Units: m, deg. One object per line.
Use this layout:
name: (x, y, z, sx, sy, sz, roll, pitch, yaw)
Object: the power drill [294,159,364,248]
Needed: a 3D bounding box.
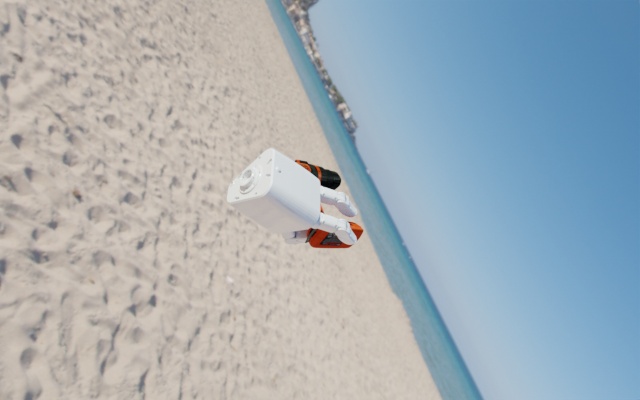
power drill: (0.000, 0.003, 0.879, 0.184, 0.057, 0.187, 4, 41, -42)
